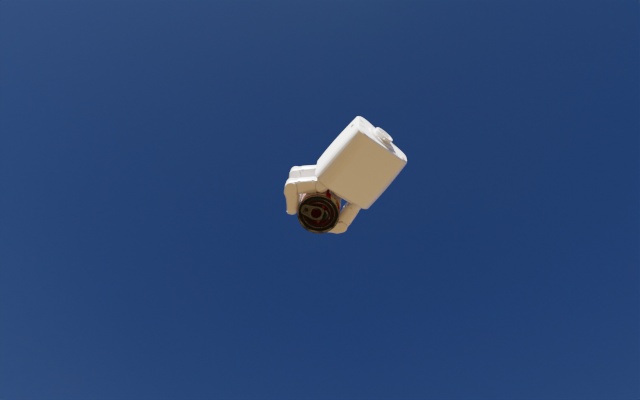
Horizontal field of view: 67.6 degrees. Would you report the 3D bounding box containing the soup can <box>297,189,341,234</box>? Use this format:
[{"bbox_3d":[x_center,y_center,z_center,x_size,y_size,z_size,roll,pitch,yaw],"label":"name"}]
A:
[{"bbox_3d":[0.000,0.003,0.810,0.068,0.068,0.102,0,24,5],"label":"soup can"}]
